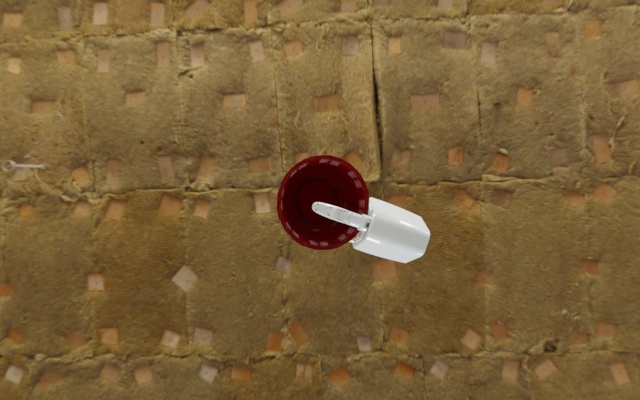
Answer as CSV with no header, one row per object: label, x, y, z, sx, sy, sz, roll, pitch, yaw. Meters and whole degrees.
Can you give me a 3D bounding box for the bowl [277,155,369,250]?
bowl,-0.001,0.002,0.829,0.162,0.162,0.055,0,3,-14
